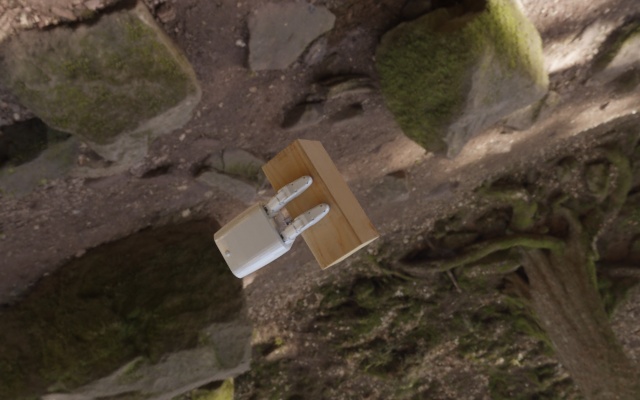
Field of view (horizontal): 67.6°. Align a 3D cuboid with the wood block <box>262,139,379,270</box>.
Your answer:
[{"bbox_3d":[0.000,0.003,0.832,0.090,0.206,0.091,-36,-11,23],"label":"wood block"}]
